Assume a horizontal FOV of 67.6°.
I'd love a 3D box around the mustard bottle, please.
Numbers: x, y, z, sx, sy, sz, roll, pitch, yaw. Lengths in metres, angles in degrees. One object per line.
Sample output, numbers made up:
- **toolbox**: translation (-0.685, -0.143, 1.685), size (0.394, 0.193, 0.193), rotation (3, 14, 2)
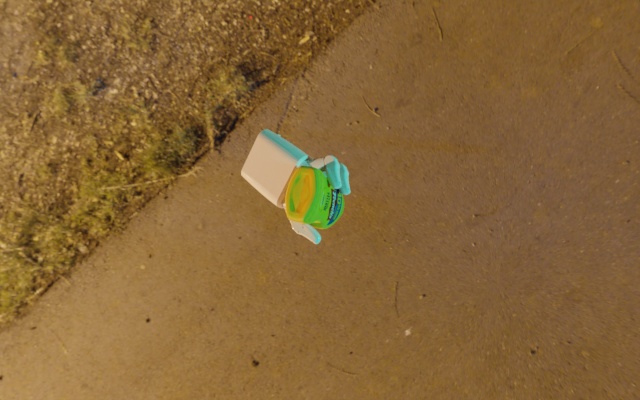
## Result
- **mustard bottle**: translation (0.000, 0.003, 0.878), size (0.058, 0.096, 0.192), rotation (10, -6, 21)
